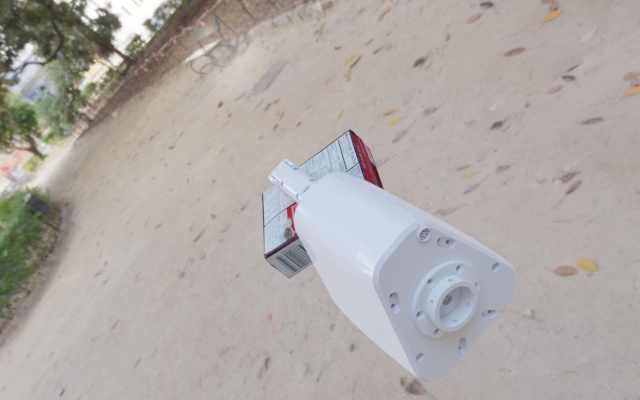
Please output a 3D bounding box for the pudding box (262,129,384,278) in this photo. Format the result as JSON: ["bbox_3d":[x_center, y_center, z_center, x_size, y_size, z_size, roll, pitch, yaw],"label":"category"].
[{"bbox_3d":[0.000,0.001,0.421,0.113,0.090,0.039,-33,-54,19],"label":"pudding box"}]
